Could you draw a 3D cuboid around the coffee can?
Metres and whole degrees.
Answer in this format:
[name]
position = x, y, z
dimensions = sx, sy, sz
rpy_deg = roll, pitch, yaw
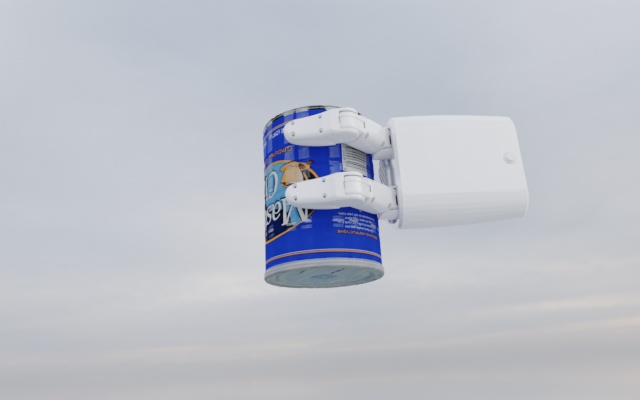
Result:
[coffee can]
position = 0.000, 0.002, 0.430
dimensions = 0.103, 0.140, 0.103
rpy_deg = -3, -19, -1
